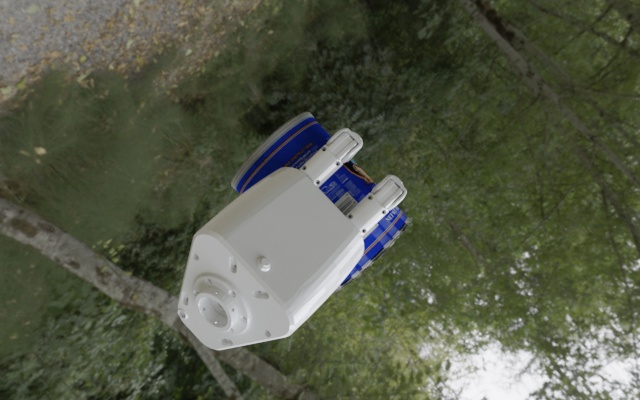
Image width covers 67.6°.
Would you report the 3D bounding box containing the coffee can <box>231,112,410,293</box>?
[{"bbox_3d":[0.000,0.001,0.456,0.103,0.140,0.103,-43,-2,-2],"label":"coffee can"}]
